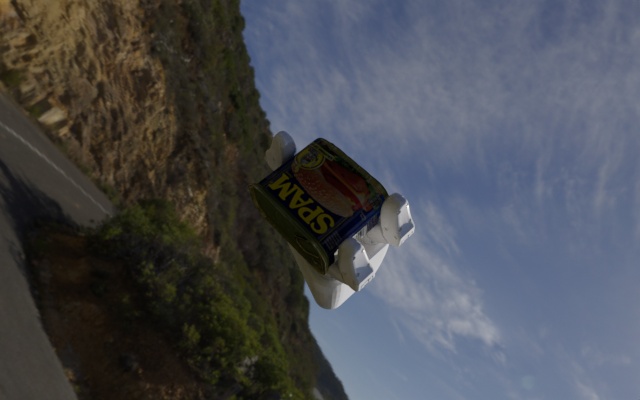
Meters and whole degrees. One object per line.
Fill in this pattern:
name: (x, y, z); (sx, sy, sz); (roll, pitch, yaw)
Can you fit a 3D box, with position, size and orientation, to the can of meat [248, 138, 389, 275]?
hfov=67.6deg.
can of meat: (0.000, 0.001, 0.435); (0.084, 0.102, 0.057); (-39, -24, -18)
